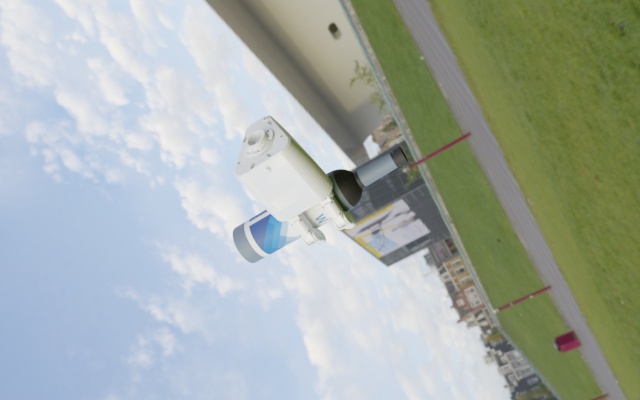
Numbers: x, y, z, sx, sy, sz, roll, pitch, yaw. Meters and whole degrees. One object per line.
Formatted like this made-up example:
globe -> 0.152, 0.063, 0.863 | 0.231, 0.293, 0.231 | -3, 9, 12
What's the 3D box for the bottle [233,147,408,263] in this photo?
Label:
bottle -> 0.000, 0.003, 0.743 | 0.296, 0.069, 0.069 | -30, -8, 15
